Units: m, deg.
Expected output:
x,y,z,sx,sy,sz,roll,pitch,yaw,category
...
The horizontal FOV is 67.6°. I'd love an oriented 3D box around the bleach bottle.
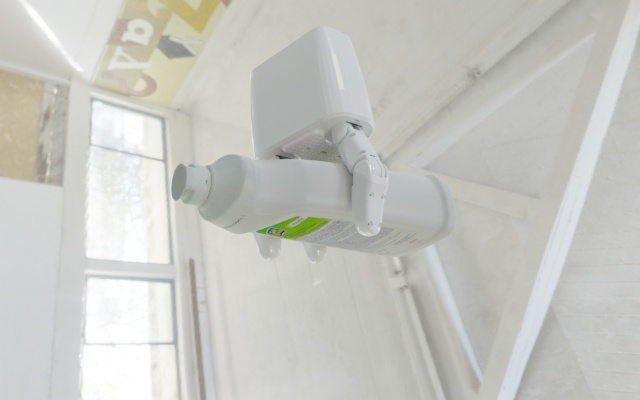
x,y,z,sx,sy,sz,roll,pitch,yaw,category
0.000,0.001,0.417,0.251,0.068,0.102,11,-31,-37,bleach bottle
